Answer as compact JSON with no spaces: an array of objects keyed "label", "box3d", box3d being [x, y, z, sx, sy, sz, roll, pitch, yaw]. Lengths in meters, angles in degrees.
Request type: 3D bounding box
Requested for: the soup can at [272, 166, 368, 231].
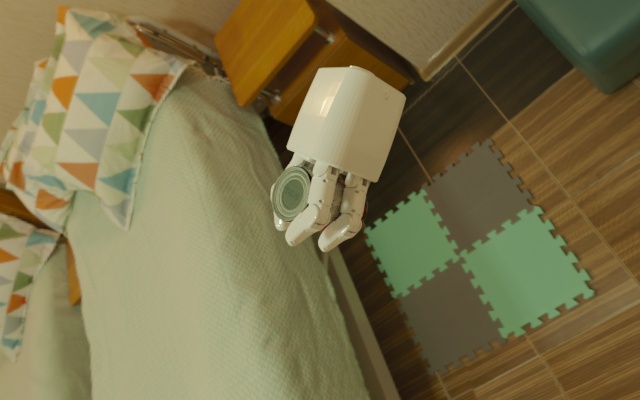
[{"label":"soup can","box3d":[0.000,0.002,0.579,0.068,0.068,0.102,0,-12,44]}]
